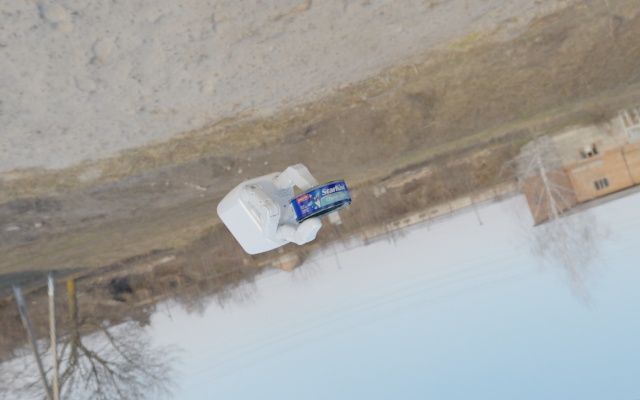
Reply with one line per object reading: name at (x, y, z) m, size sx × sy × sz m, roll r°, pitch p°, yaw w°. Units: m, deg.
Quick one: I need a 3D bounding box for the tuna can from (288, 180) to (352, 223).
tuna can at (0.000, 0.003, 0.675) m, size 0.086 × 0.033 × 0.086 m, roll -21°, pitch -7°, yaw -3°
